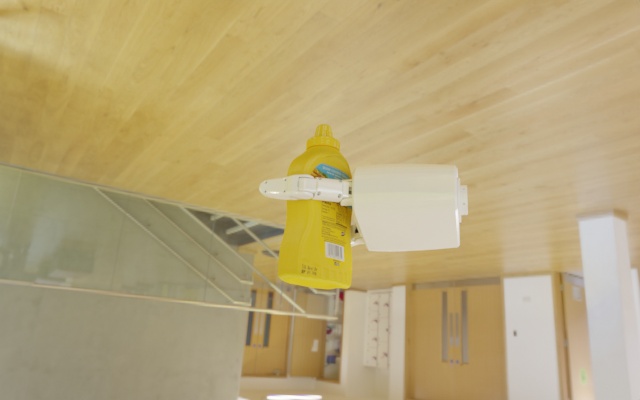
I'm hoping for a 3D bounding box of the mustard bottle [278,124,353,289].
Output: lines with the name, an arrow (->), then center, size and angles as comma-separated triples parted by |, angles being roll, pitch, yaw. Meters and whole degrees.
mustard bottle -> 0.000, 0.002, 0.552 | 0.058, 0.191, 0.096 | -11, -22, 40
